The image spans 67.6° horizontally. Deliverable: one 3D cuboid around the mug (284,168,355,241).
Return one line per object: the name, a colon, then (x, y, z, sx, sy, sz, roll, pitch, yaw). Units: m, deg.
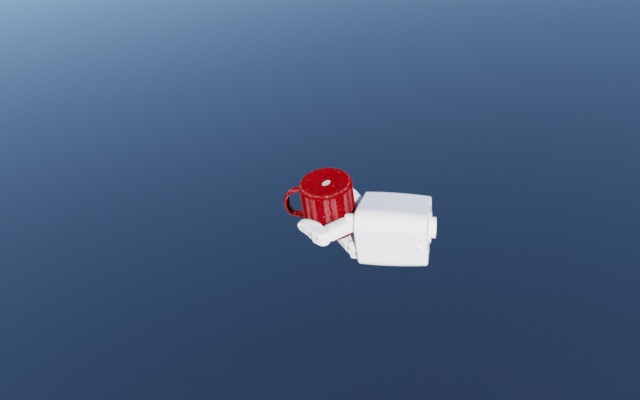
mug: (-0.001, 0.002, 0.744, 0.117, 0.082, 0.093, 3, 38, 15)
